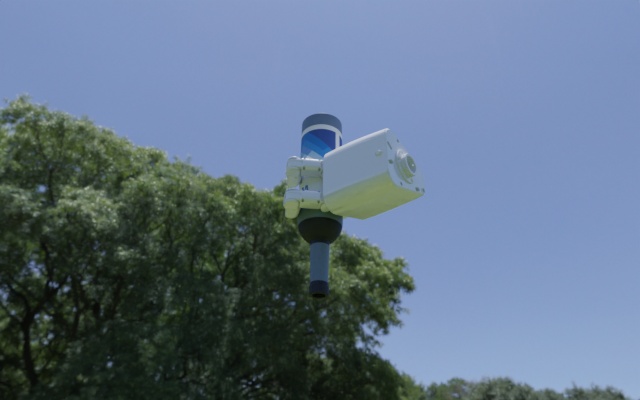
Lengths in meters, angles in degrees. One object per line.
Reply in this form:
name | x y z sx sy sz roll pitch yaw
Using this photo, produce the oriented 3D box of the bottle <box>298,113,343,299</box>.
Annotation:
bottle | 0.000 0.002 0.718 0.069 0.295 0.069 1 -31 0
